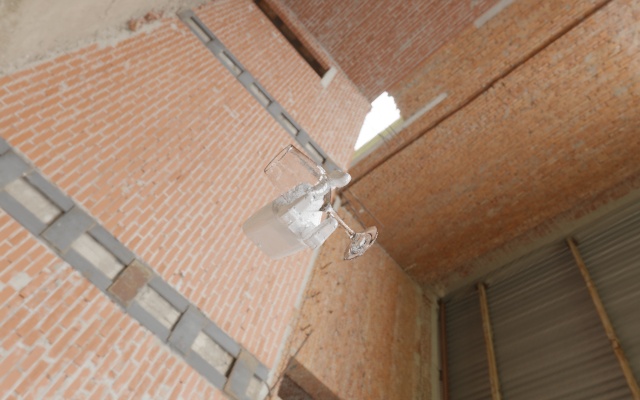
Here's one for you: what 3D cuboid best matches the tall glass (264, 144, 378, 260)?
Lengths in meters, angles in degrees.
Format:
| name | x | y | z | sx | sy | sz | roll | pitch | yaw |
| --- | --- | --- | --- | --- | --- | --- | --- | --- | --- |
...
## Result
| name | x | y | z | sx | sy | sz | roll | pitch | yaw |
| --- | --- | --- | --- | --- | --- | --- | --- | --- | --- |
| tall glass | 0.001 | 0.003 | 0.769 | 0.201 | 0.079 | 0.079 | 46 | -15 | -15 |
